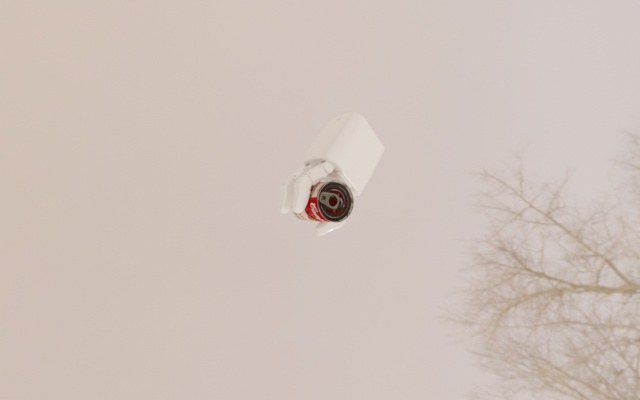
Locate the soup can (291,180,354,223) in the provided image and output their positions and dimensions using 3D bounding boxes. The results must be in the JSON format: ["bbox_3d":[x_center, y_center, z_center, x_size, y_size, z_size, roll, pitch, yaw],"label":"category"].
[{"bbox_3d":[0.000,0.003,0.807,0.068,0.068,0.102,0,-1,-30],"label":"soup can"}]
